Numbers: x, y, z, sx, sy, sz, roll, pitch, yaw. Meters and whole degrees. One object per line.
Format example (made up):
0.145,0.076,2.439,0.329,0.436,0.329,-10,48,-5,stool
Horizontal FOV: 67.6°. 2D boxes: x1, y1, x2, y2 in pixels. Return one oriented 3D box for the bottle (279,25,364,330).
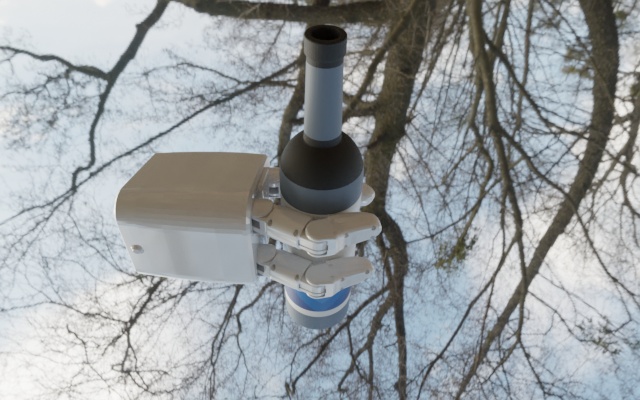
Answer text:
0.000,0.001,0.401,0.069,0.296,0.069,1,44,-1,bottle
